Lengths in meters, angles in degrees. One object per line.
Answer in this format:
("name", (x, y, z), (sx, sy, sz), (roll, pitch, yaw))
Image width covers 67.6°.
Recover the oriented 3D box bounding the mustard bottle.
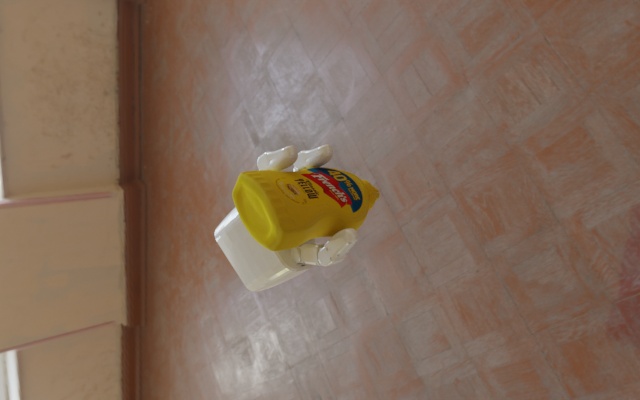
("mustard bottle", (0.000, 0.002, 0.561), (0.191, 0.058, 0.096), (-8, 46, -42))
